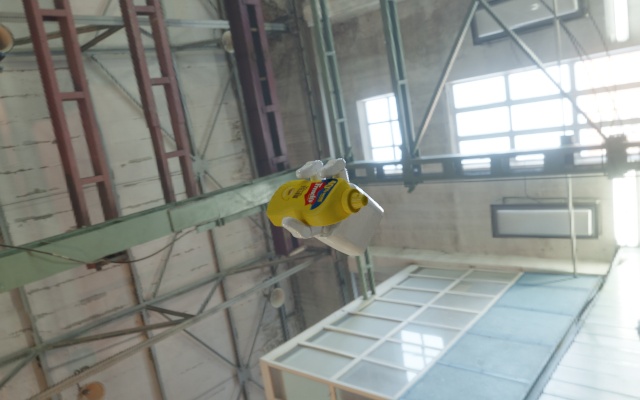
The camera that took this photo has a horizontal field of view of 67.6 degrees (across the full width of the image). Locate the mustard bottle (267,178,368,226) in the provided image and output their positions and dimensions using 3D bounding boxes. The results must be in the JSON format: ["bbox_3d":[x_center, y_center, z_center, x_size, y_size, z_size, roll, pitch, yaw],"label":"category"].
[{"bbox_3d":[0.000,0.002,0.821,0.191,0.058,0.096,-1,40,42],"label":"mustard bottle"}]
